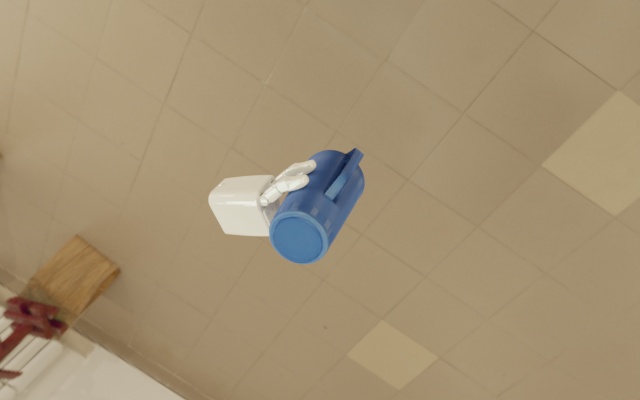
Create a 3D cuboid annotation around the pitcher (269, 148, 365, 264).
[{"bbox_3d":[0.000,0.003,0.893,0.145,0.149,0.242,1,29,18],"label":"pitcher"}]
